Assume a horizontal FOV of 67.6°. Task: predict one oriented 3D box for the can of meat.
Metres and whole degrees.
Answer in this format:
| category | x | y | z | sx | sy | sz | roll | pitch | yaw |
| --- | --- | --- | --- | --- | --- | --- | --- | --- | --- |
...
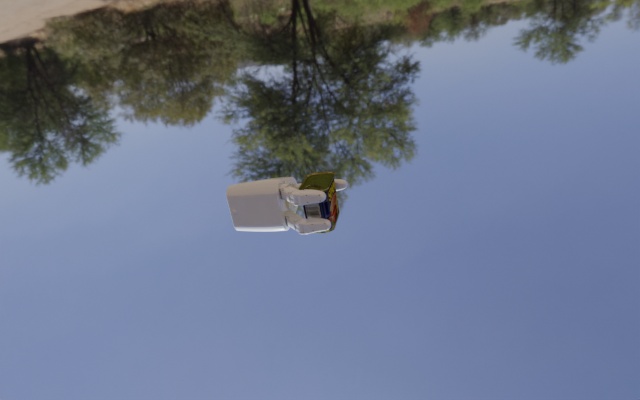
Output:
| category | x | y | z | sx | sy | sz | roll | pitch | yaw |
| --- | --- | --- | --- | --- | --- | --- | --- | --- | --- |
| can of meat | 0.000 | 0.003 | 0.885 | 0.057 | 0.084 | 0.102 | -4 | 22 | 13 |
